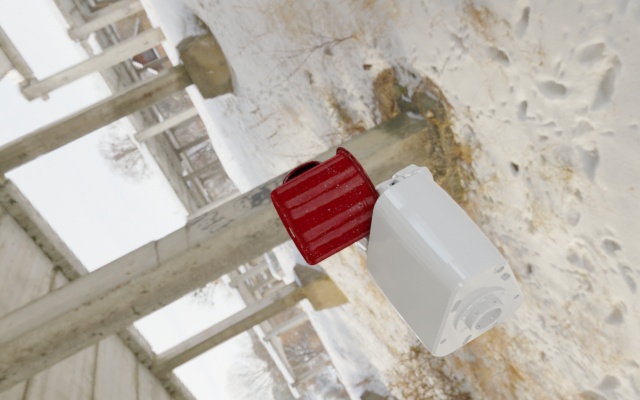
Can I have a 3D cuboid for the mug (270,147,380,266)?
[{"bbox_3d":[-0.001,0.001,0.463,0.081,0.093,0.117,-29,47,-8],"label":"mug"}]
